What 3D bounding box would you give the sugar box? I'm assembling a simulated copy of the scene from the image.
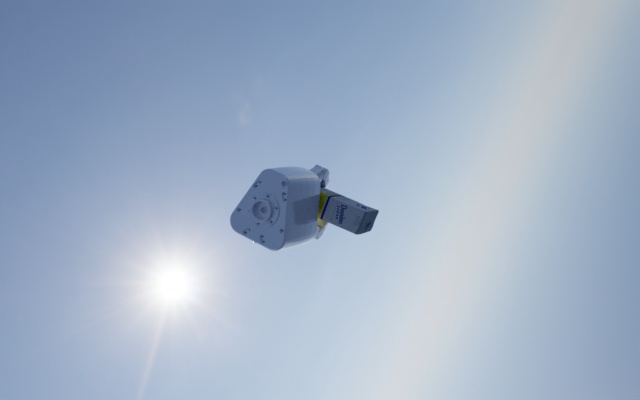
[{"bbox_3d":[0.000,0.003,0.783,0.176,0.048,0.093,26,9,18],"label":"sugar box"}]
